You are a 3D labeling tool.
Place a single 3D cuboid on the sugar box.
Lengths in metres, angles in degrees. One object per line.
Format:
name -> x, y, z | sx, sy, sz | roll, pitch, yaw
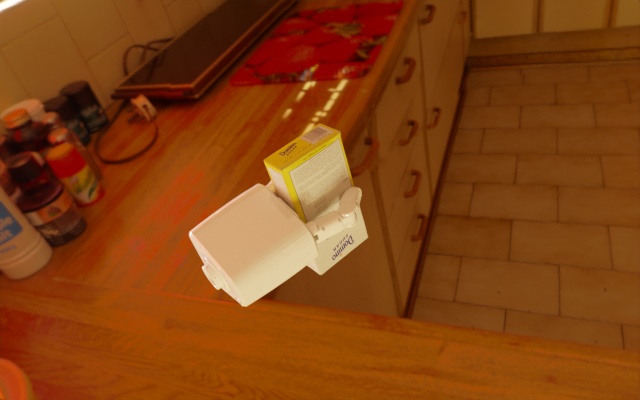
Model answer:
sugar box -> 0.000, 0.002, 0.610 | 0.093, 0.176, 0.048 | -35, 42, -23
